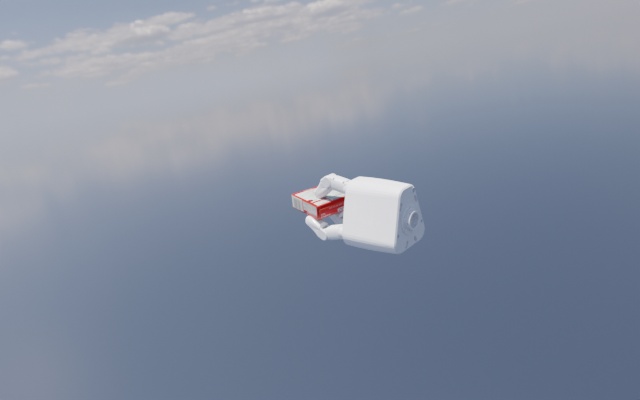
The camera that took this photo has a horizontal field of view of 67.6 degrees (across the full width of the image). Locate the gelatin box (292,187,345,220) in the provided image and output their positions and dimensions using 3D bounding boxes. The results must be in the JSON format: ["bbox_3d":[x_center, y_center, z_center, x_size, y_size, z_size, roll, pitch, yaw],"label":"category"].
[{"bbox_3d":[0.000,0.002,0.893,0.073,0.030,0.089,-19,26,-31],"label":"gelatin box"}]
